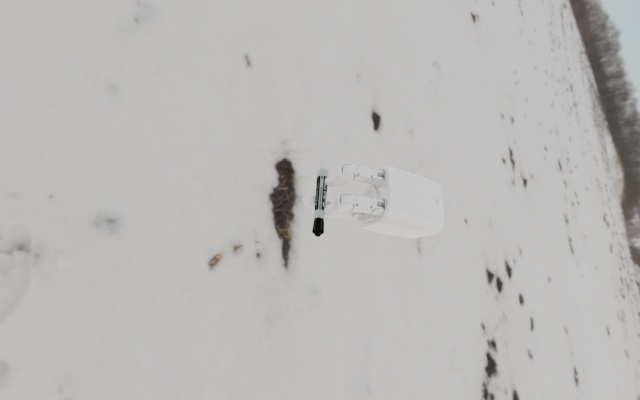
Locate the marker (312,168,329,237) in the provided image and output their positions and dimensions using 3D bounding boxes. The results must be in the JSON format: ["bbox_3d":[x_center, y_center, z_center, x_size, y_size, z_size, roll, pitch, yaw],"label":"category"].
[{"bbox_3d":[0.000,0.003,0.774,0.020,0.121,0.020,3,-29,2],"label":"marker"}]
